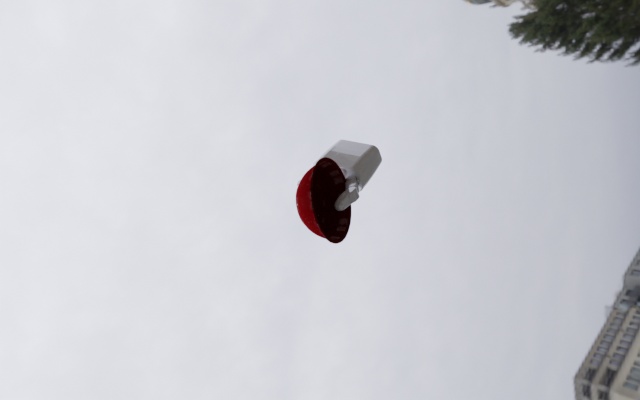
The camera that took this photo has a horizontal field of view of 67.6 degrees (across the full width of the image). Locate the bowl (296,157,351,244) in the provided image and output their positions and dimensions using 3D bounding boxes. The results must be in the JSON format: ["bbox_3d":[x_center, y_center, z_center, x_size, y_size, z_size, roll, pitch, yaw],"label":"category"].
[{"bbox_3d":[-0.001,0.003,0.894,0.055,0.162,0.162,-9,-4,27],"label":"bowl"}]
